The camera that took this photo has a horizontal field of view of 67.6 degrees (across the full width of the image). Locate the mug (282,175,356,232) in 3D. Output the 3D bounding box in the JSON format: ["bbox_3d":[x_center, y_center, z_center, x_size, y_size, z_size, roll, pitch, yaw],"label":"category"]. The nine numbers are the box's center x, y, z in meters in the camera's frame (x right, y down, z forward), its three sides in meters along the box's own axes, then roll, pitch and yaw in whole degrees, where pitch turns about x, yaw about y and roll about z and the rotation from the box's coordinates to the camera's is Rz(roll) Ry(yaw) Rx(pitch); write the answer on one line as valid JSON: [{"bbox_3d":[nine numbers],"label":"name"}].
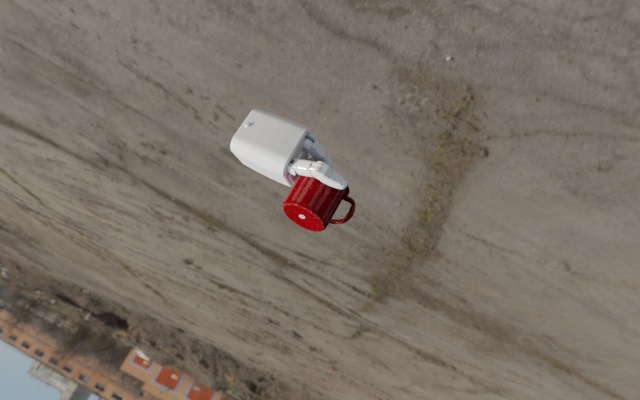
[{"bbox_3d":[0.001,0.003,0.790,0.117,0.081,0.093,24,-26,13],"label":"mug"}]
